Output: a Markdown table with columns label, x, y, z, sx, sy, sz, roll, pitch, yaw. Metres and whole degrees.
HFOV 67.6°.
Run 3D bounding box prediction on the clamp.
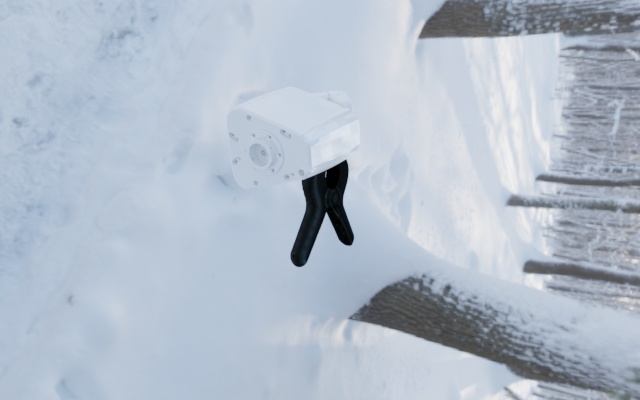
| label | x | y | z | sx | sy | sz | roll | pitch | yaw |
| --- | --- | --- | --- | --- | --- | --- | --- | --- | --- |
| clamp | 0.001 | 0.002 | 0.620 | 0.039 | 0.171 | 0.120 | 7 | 24 | 33 |
